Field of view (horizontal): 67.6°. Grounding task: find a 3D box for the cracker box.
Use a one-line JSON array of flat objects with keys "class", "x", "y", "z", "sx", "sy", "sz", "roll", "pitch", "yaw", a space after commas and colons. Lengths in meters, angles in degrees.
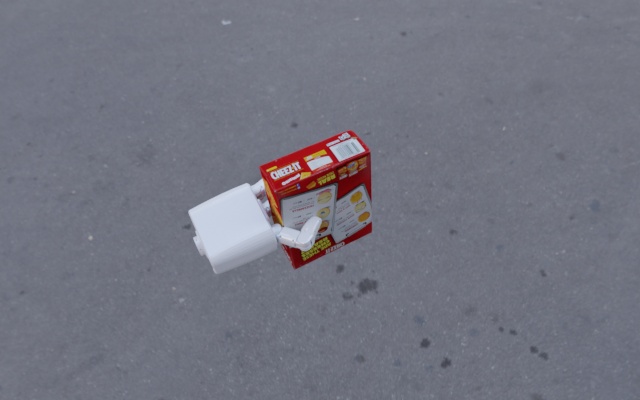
[{"class": "cracker box", "x": 0.000, "y": 0.003, "z": 0.804, "sx": 0.164, "sy": 0.072, "sz": 0.214, "roll": -24, "pitch": -38, "yaw": -13}]
